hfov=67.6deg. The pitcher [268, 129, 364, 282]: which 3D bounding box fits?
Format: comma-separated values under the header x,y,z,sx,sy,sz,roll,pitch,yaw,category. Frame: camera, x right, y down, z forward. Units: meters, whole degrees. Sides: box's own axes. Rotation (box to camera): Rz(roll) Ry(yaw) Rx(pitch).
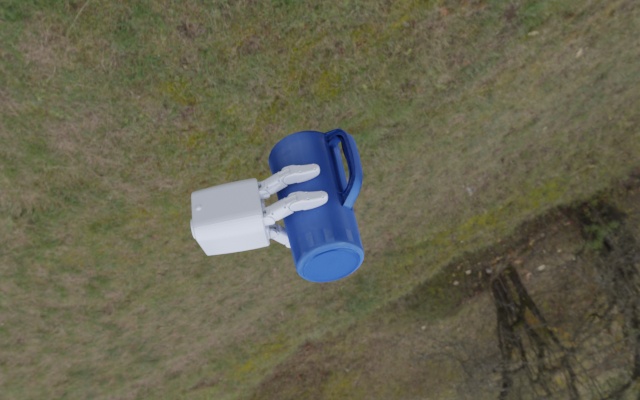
x,y,z,sx,sy,sz,roll,pitch,yaw,category
0.000,0.003,0.795,0.145,0.242,0.149,-9,-38,-7,pitcher
